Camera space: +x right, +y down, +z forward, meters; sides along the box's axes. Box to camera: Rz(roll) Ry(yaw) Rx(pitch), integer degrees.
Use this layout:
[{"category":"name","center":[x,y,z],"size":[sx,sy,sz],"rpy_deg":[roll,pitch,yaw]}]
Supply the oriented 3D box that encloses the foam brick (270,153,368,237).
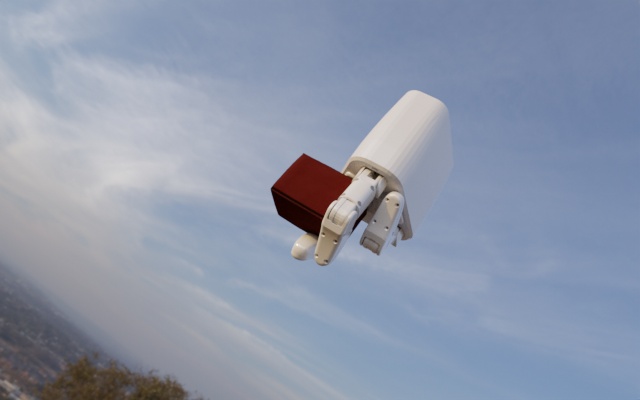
[{"category":"foam brick","center":[0.000,0.001,0.463],"size":[0.078,0.051,0.053],"rpy_deg":[30,-25,18]}]
